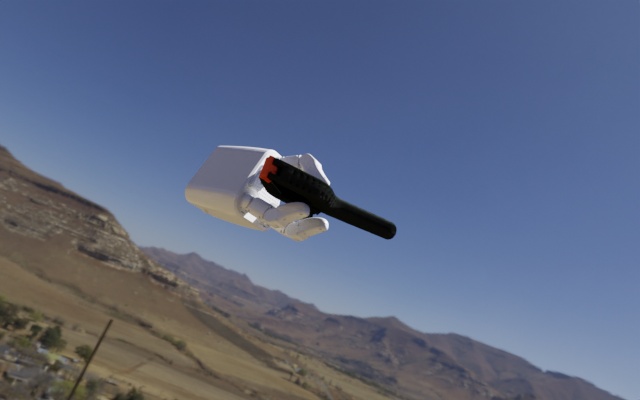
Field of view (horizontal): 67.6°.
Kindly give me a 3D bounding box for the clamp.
[{"bbox_3d":[0.000,0.001,0.634,0.164,0.036,0.210,8,-19,31],"label":"clamp"}]
